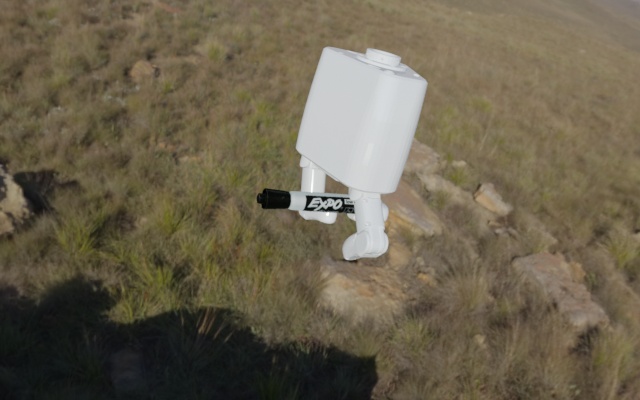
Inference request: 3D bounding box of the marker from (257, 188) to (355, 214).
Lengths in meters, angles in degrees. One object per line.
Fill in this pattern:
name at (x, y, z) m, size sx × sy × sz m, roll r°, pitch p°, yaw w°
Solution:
marker at (0.000, 0.002, 0.440) m, size 0.121 × 0.020 × 0.020 m, roll 4°, pitch -2°, yaw -25°
